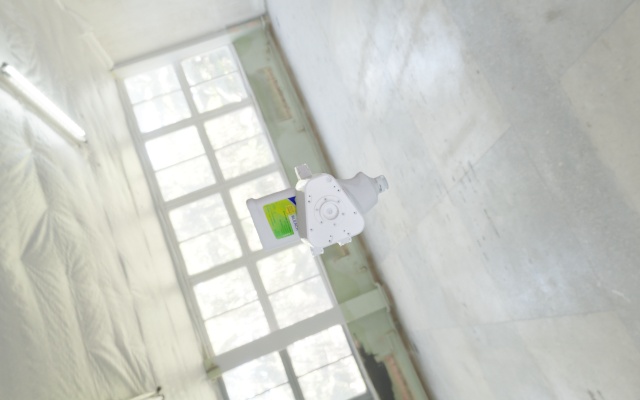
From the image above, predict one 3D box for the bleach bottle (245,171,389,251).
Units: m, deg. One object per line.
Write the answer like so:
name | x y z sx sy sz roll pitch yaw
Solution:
bleach bottle | 0.000 0.003 0.859 0.251 0.102 0.068 -21 4 -7
